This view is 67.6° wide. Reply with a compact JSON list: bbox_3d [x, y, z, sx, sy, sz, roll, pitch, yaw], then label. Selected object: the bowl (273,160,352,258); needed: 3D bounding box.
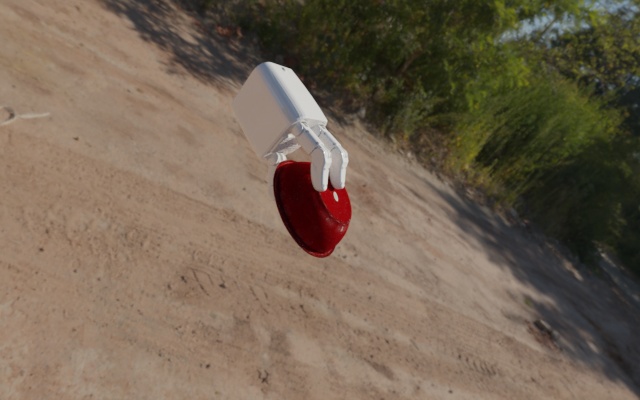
[{"bbox_3d":[0.001,0.003,0.721,0.055,0.162,0.162,-24,-11,27],"label":"bowl"}]
